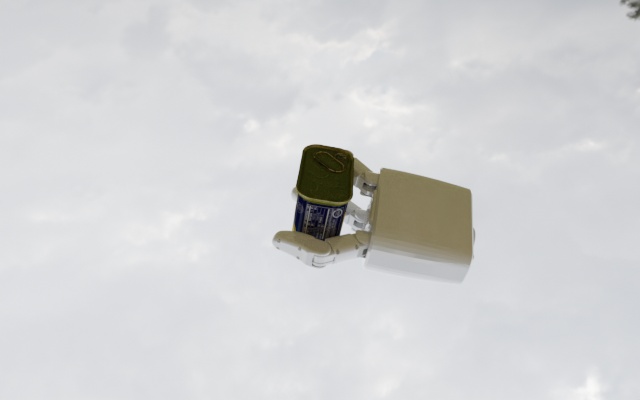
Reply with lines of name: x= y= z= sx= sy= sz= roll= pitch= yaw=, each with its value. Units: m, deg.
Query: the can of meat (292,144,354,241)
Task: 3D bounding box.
can of meat: x=0.000 y=0.002 z=0.518 sx=0.057 sy=0.084 sz=0.102 roll=9 pitch=37 yaw=-2
